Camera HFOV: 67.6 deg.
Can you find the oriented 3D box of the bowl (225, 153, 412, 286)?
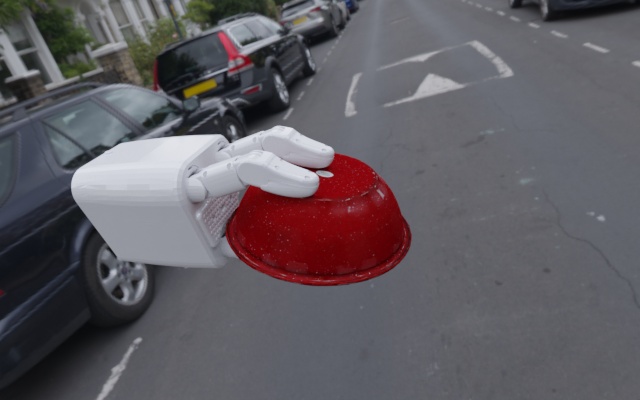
[{"bbox_3d":[0.001,0.001,0.407,0.162,0.055,0.162,3,29,-2],"label":"bowl"}]
